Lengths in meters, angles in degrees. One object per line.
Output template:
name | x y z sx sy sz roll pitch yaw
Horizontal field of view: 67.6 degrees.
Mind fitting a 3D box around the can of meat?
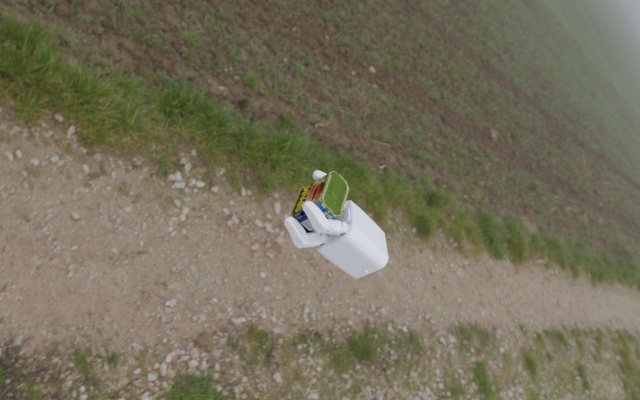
can of meat | 0.000 0.003 0.877 0.084 0.102 0.057 -30 -63 37
